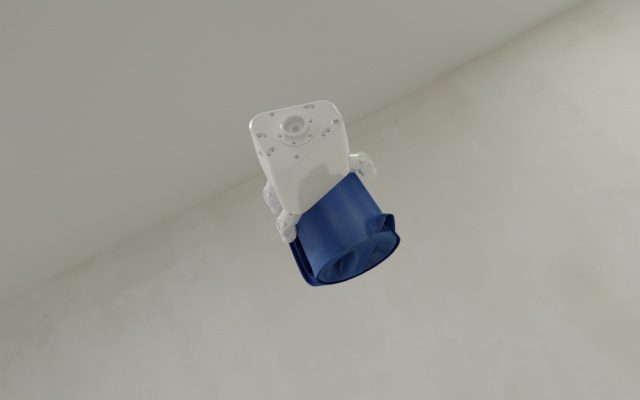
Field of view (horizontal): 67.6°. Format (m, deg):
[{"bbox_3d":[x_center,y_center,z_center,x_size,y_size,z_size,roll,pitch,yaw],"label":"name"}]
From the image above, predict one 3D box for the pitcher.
[{"bbox_3d":[0.000,0.002,0.731,0.149,0.242,0.145,-26,-27,-5],"label":"pitcher"}]
